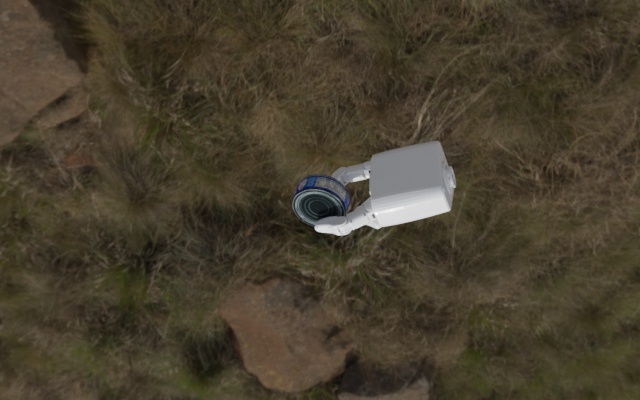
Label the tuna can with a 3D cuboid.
[{"bbox_3d":[0.000,0.003,0.742,0.086,0.086,0.033,0,43,17],"label":"tuna can"}]
